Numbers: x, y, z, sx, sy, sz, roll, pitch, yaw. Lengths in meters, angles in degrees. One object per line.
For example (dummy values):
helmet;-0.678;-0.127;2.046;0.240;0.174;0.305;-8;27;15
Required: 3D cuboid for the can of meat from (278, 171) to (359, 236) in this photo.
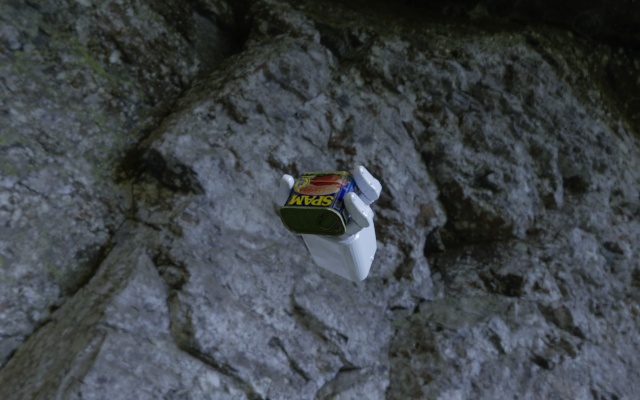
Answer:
can of meat;0.000;0.002;0.721;0.102;0.057;0.084;1;46;27
